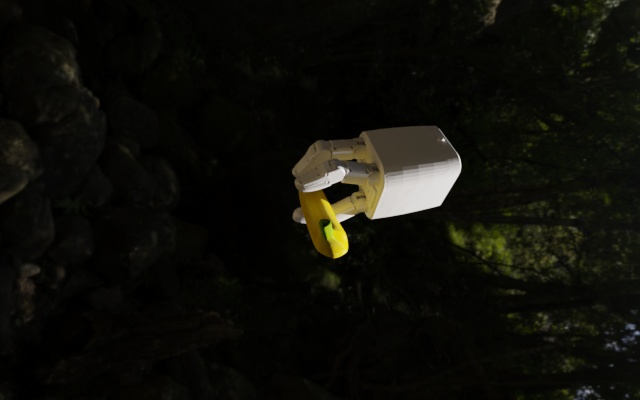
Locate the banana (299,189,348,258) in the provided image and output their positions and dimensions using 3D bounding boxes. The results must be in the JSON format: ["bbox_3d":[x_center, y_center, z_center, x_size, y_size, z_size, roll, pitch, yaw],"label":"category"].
[{"bbox_3d":[0.003,0.020,0.573,0.037,0.070,0.197,-9,19,-8],"label":"banana"}]
